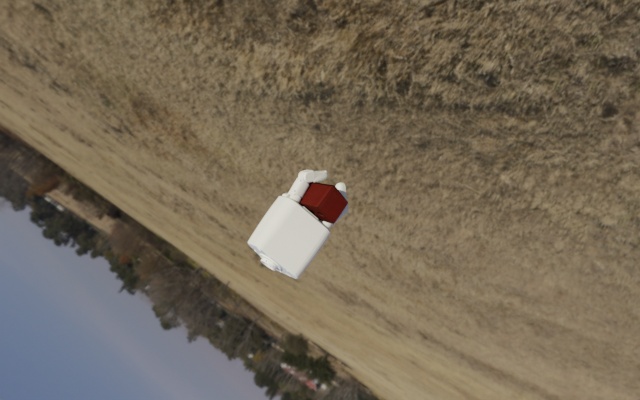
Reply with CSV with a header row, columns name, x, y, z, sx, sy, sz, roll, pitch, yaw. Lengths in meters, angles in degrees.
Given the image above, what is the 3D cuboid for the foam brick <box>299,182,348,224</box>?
name,x,y,z,sx,sy,sz,roll,pitch,yaw
foam brick,0.000,0.003,0.872,0.078,0.051,0.053,12,-29,51
